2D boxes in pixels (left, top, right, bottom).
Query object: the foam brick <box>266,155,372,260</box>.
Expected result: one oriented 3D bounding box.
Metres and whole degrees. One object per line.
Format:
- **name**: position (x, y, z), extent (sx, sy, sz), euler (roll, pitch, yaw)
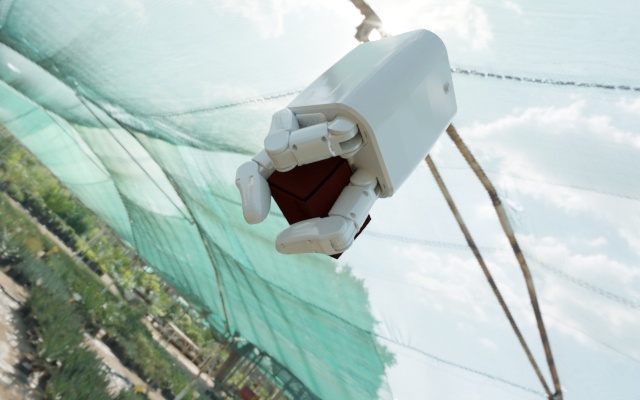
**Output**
- **foam brick**: position (0.000, 0.002, 0.401), extent (0.053, 0.051, 0.078), euler (24, -28, 40)
